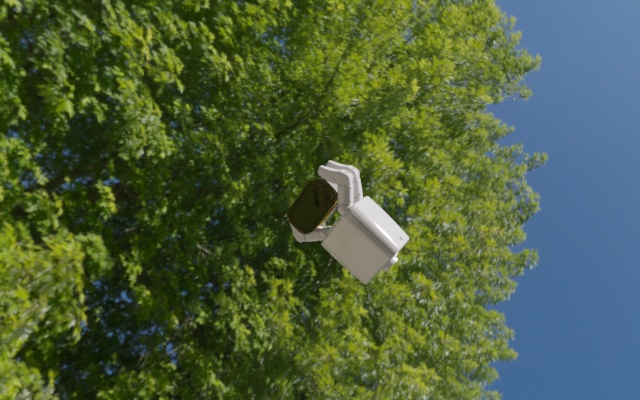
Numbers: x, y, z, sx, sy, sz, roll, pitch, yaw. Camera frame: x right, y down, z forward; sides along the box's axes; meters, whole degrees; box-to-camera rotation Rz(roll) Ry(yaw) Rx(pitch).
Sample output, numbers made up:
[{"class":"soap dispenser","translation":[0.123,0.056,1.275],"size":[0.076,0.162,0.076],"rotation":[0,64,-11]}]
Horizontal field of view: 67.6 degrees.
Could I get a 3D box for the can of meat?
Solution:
[{"class":"can of meat","translation":[0.000,0.003,0.841],"size":[0.057,0.102,0.084],"rotation":[42,24,10]}]
